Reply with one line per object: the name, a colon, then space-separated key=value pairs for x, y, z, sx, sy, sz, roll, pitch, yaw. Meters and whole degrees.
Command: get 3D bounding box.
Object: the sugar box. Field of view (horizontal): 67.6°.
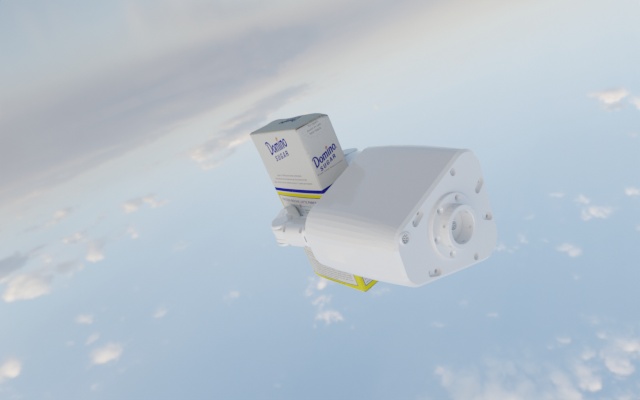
sugar box: x=0.001 y=0.001 z=0.483 sx=0.048 sy=0.176 sz=0.093 roll=-32 pitch=22 yaw=-29
